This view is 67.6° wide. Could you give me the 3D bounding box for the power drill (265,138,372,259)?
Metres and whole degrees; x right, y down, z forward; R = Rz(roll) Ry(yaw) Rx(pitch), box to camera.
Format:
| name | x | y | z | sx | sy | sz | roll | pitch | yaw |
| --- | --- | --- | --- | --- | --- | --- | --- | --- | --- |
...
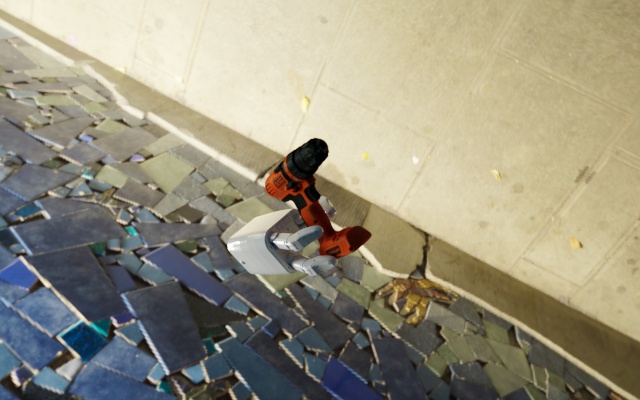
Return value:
| name | x | y | z | sx | sy | sz | roll | pitch | yaw |
| --- | --- | --- | --- | --- | --- | --- | --- | --- | --- |
| power drill | 0.000 | 0.003 | 0.778 | 0.057 | 0.187 | 0.184 | -35 | 1 | -33 |
